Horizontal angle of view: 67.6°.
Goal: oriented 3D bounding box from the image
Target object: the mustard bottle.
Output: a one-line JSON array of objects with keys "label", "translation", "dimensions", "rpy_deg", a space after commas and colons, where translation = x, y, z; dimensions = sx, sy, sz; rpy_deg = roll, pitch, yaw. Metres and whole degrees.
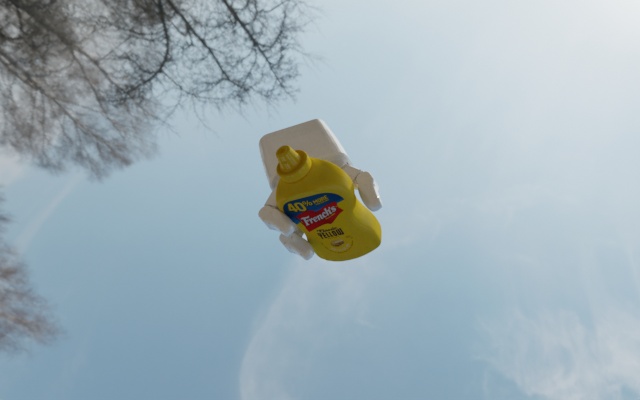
[{"label": "mustard bottle", "translation": [0.000, 0.002, 0.595], "dimensions": [0.096, 0.058, 0.192], "rpy_deg": [-13, -44, 24]}]
